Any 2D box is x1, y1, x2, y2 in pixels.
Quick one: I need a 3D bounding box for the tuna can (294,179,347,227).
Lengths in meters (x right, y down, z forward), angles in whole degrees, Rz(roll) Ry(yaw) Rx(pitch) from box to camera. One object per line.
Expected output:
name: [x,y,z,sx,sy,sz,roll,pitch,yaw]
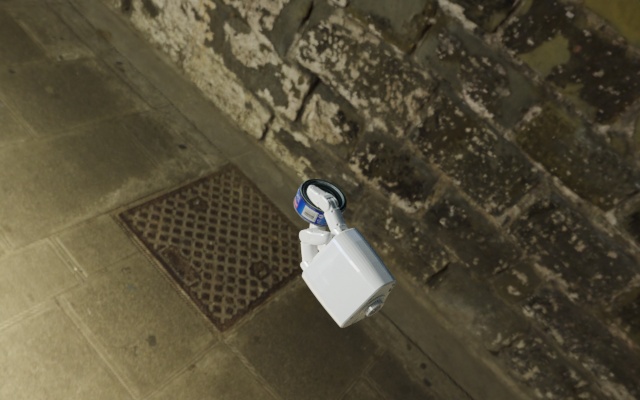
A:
tuna can: [0.000,0.002,0.804,0.086,0.034,0.086,15,39,-13]
